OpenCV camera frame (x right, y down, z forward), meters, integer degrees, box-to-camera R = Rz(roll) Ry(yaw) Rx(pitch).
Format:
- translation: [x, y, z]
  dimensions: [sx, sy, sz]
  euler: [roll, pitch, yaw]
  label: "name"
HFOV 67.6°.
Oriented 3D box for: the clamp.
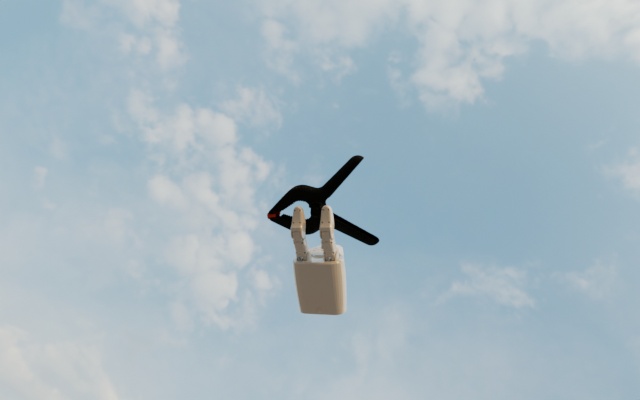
- translation: [0.000, 0.003, 0.881]
  dimensions: [0.210, 0.164, 0.036]
  euler: [-2, 9, 18]
  label: "clamp"
